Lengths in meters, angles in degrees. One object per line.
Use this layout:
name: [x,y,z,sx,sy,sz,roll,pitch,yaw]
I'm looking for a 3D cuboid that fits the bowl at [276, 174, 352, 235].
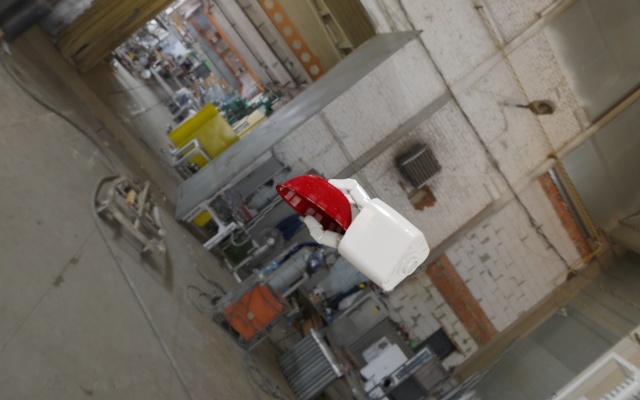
bowl: [-0.001,0.002,0.853,0.162,0.055,0.162,33,-13,9]
